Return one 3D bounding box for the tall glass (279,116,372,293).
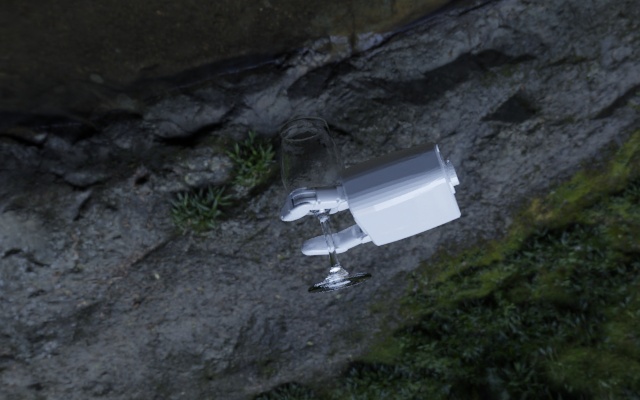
[{"bbox_3d":[0.000,0.003,0.567,0.079,0.201,0.079,-13,-18,-4],"label":"tall glass"}]
